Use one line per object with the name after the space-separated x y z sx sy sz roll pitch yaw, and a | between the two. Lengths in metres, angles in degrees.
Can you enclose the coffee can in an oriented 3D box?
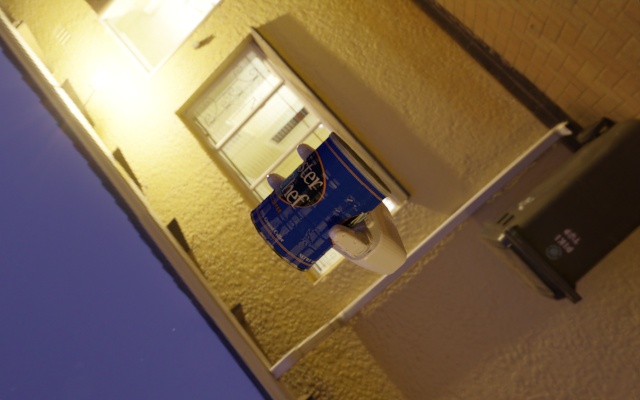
0.000 0.002 0.579 0.140 0.103 0.103 -44 -9 9 | coffee can
